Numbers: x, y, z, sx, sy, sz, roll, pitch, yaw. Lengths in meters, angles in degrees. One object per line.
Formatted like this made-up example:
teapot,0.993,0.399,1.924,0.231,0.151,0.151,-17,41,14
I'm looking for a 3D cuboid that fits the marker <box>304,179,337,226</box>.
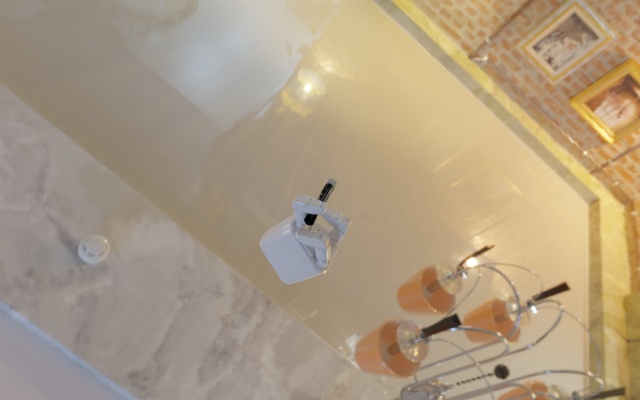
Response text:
marker,0.000,0.003,0.860,0.020,0.020,0.121,0,38,28
